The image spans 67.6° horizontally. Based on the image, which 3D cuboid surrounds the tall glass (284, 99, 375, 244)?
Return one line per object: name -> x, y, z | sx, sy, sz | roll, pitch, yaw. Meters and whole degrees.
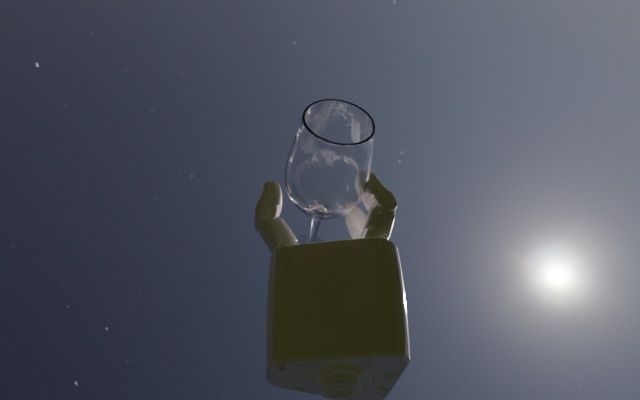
tall glass -> 0.000, 0.002, 0.467 | 0.079, 0.079, 0.201 | 0, -43, -12
